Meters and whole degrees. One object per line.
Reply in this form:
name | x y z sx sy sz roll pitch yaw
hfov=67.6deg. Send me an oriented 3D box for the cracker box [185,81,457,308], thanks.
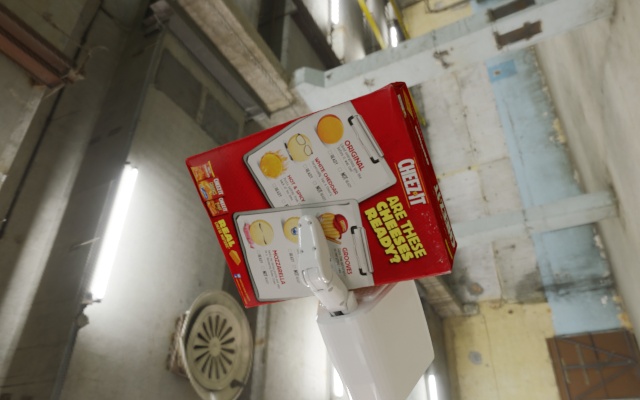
cracker box | 0.000 0.002 0.452 0.214 0.164 0.072 -15 11 24
